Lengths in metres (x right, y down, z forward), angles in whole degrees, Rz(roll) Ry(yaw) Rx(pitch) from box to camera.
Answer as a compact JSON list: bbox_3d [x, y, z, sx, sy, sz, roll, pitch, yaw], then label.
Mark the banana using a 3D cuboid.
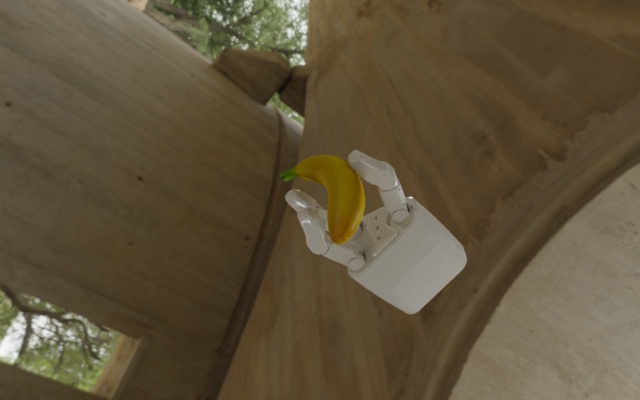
[{"bbox_3d":[0.012,-0.013,0.522,0.037,0.069,0.197,43,1,-26],"label":"banana"}]
